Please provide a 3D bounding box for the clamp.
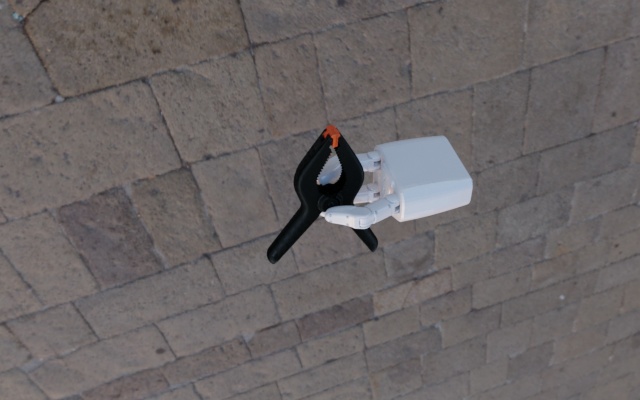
[{"bbox_3d":[0.001,0.002,0.641,0.164,0.210,0.036,-12,36,-11],"label":"clamp"}]
